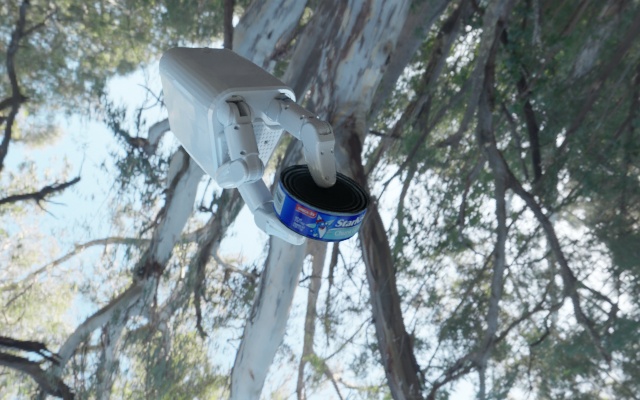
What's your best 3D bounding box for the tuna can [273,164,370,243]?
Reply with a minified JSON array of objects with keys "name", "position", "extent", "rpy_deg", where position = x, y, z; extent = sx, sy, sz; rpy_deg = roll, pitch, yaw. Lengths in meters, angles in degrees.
[{"name":"tuna can","position":[0.000,0.002,0.443],"extent":[0.086,0.034,0.086],"rpy_deg":[14,28,-8]}]
